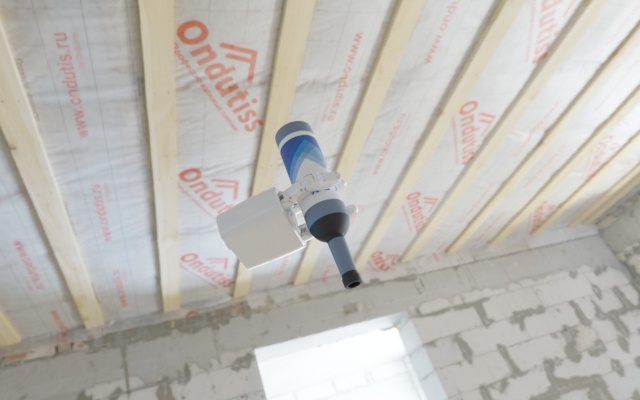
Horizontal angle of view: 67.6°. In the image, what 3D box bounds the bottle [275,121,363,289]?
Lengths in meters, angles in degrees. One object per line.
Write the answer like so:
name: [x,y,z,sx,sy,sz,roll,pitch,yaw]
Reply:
bottle: [0.000,0.002,0.751,0.069,0.295,0.069,-16,-31,-10]
